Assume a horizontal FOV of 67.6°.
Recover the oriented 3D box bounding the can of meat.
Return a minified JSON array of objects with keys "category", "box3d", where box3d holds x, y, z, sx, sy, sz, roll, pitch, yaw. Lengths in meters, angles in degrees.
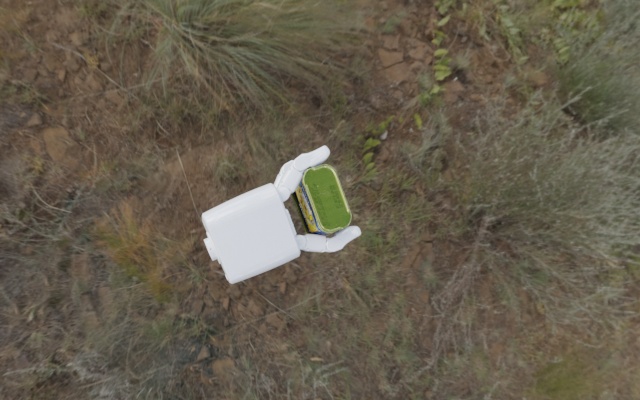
[{"category":"can of meat","box3d":[0.000,0.002,0.704,0.057,0.102,0.084,-20,-3,-15]}]
